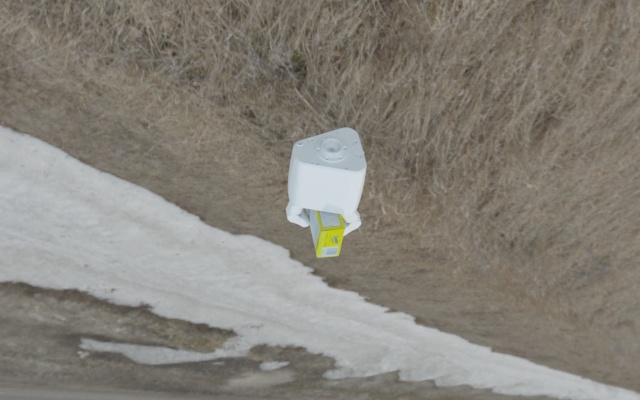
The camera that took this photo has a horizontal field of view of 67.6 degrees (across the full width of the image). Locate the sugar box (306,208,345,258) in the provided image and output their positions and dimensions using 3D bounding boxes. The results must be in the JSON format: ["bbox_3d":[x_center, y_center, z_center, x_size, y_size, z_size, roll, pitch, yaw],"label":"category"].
[{"bbox_3d":[0.001,0.003,0.844,0.048,0.176,0.093,-4,-34,-10],"label":"sugar box"}]
